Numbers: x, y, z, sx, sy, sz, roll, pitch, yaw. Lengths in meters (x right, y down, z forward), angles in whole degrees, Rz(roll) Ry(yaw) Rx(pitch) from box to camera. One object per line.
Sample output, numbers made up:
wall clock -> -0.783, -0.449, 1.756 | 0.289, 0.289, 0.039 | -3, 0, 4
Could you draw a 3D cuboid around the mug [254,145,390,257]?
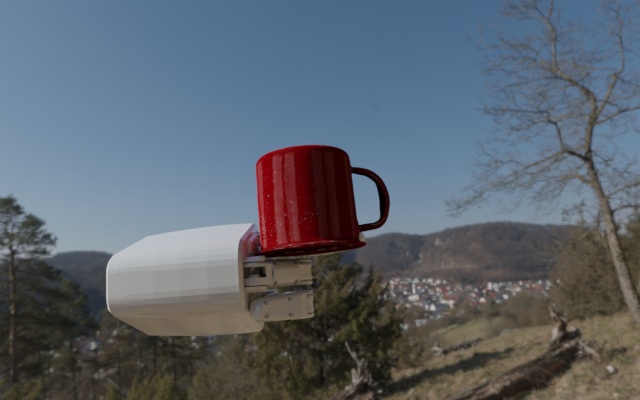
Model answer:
mug -> 0.001, 0.001, 0.404 | 0.117, 0.081, 0.093 | -6, -10, 0
